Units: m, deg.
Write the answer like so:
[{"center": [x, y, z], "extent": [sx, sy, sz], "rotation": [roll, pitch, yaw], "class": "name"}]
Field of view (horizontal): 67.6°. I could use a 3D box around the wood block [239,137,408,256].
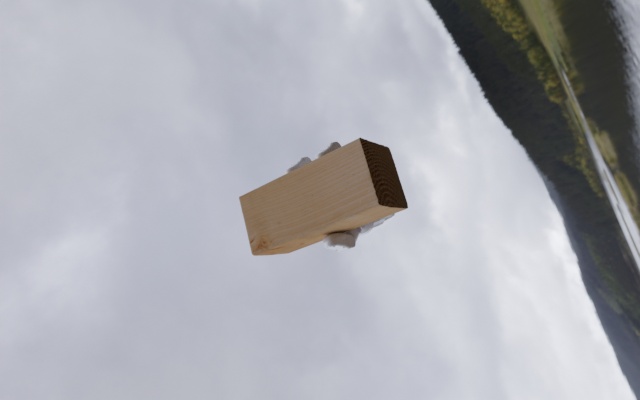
[{"center": [0.000, 0.002, 0.654], "extent": [0.206, 0.090, 0.090], "rotation": [-24, -16, 30], "class": "wood block"}]
